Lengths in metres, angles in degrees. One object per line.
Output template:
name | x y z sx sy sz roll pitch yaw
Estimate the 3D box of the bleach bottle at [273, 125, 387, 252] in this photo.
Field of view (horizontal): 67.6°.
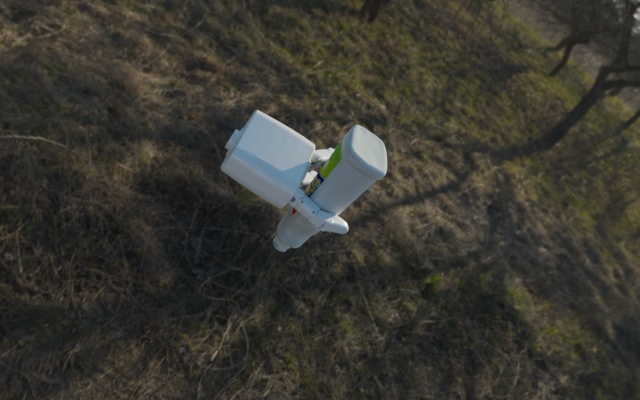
bleach bottle | 0.000 0.002 0.743 0.068 0.251 0.102 32 34 -15
